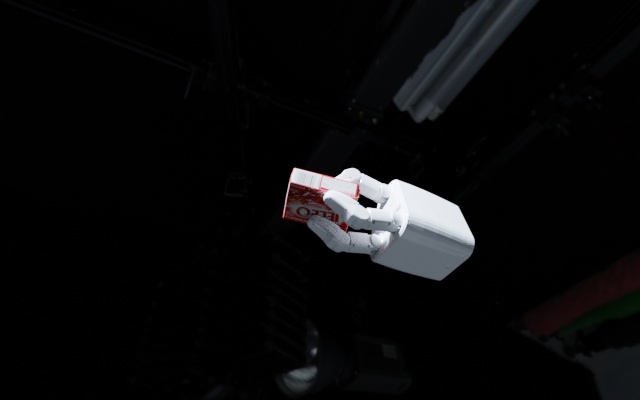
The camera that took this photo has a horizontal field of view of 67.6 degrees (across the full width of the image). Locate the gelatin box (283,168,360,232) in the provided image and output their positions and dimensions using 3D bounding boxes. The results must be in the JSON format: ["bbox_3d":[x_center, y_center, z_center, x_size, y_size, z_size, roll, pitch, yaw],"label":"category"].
[{"bbox_3d":[0.000,0.002,0.623,0.089,0.030,0.073,14,-42,-1],"label":"gelatin box"}]
